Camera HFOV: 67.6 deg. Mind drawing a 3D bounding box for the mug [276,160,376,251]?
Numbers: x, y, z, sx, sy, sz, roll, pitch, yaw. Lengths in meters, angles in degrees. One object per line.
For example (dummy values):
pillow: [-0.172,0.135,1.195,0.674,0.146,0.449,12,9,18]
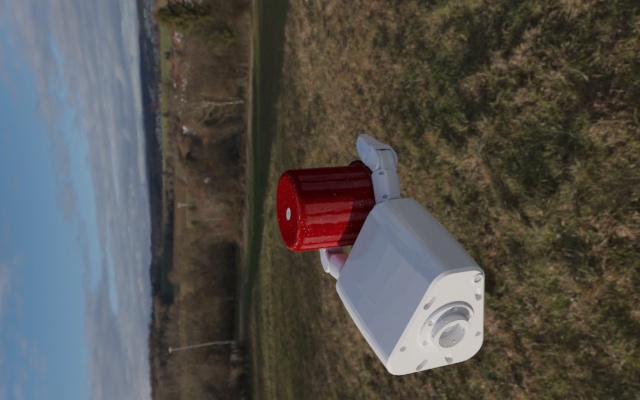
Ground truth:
mug: [-0.001,0.001,0.494,0.081,0.093,0.117,-5,30,-20]
